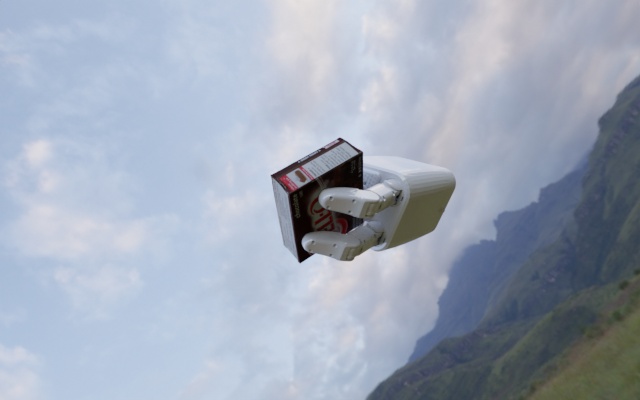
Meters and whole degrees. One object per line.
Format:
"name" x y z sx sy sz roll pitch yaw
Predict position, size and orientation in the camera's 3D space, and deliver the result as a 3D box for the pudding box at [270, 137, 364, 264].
"pudding box" 0.000 0.002 0.497 0.090 0.114 0.039 -32 50 -22
